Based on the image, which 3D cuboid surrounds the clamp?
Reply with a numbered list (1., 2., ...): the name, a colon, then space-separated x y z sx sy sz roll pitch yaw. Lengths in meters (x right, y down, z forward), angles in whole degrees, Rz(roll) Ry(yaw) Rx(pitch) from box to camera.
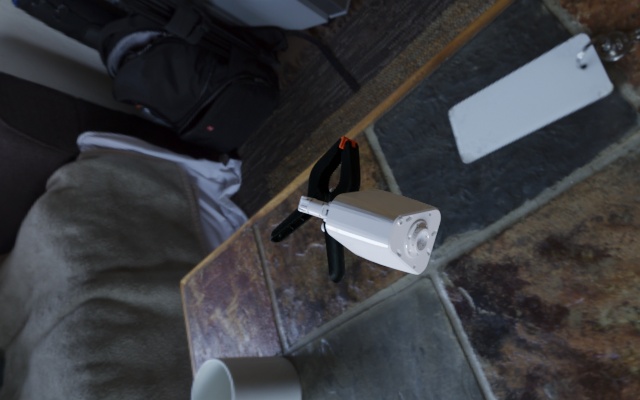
1. clamp: 0.000 0.002 0.738 0.164 0.210 0.036 17 1 42
